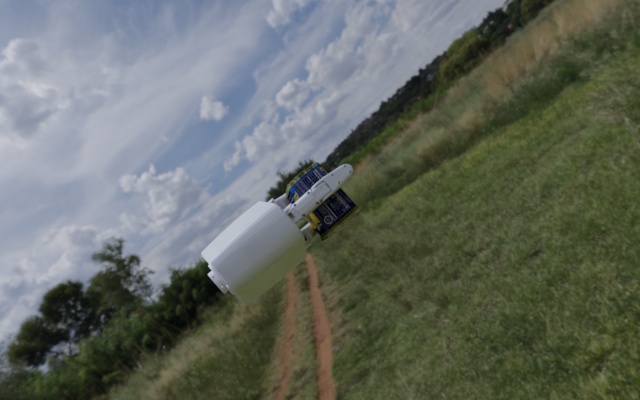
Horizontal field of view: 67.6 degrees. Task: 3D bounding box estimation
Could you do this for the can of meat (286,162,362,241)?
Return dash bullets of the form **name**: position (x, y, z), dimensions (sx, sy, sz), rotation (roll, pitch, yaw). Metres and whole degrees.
- **can of meat**: position (0.000, 0.002, 0.634), dimensions (0.057, 0.084, 0.102), rotation (-41, -2, -11)
